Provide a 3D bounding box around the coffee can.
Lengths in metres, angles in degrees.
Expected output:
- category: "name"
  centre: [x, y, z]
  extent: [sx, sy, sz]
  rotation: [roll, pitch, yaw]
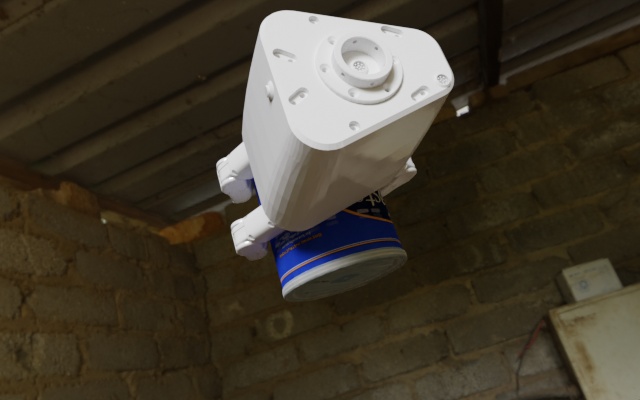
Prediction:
- category: "coffee can"
  centre: [0.000, 0.002, 0.402]
  extent: [0.103, 0.140, 0.103]
  rotation: [-16, -20, -6]
